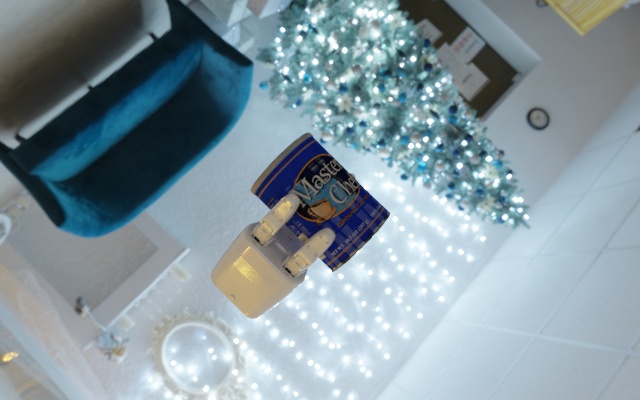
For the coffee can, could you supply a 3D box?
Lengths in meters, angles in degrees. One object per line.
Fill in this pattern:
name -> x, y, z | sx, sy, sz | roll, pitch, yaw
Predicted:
coffee can -> 0.000, 0.002, 0.584 | 0.140, 0.103, 0.103 | 45, -1, 1
